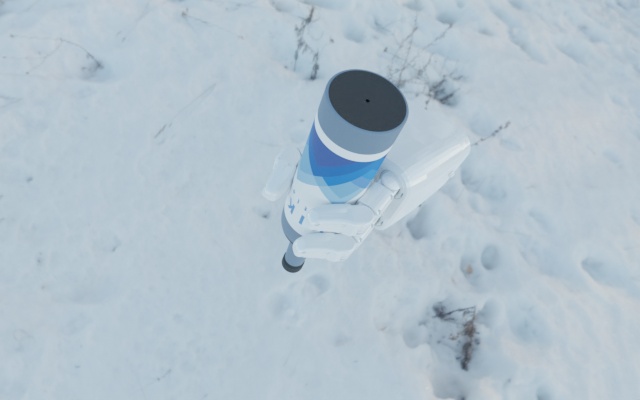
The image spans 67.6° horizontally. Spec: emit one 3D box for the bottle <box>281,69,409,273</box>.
[{"bbox_3d":[0.000,0.001,0.478,0.069,0.069,0.296,0,-32,-16],"label":"bottle"}]
